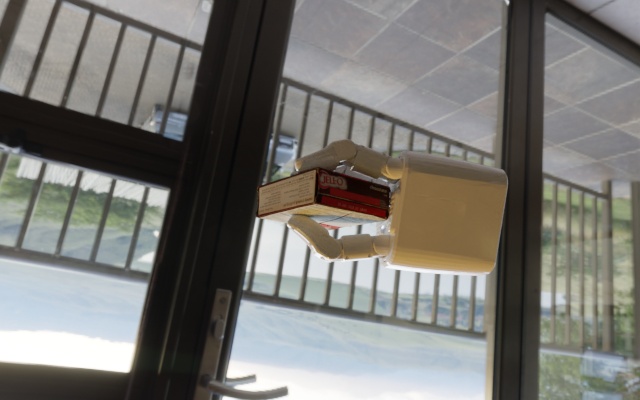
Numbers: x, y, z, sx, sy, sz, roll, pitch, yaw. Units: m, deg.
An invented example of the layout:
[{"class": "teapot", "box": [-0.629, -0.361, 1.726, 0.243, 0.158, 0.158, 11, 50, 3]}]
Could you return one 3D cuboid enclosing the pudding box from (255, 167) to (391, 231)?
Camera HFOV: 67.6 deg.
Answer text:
[{"class": "pudding box", "box": [0.000, 0.002, 0.481, 0.090, 0.039, 0.113, 14, -18, -34]}]
